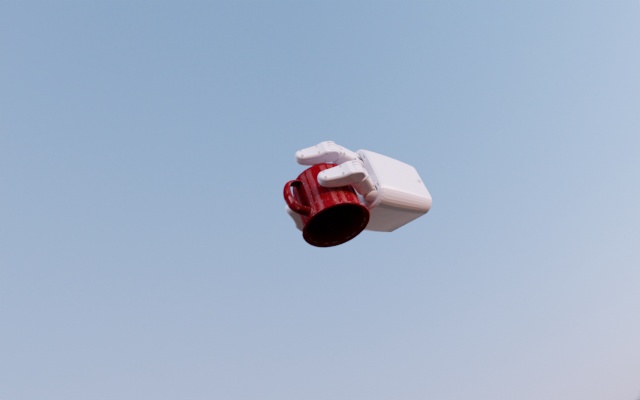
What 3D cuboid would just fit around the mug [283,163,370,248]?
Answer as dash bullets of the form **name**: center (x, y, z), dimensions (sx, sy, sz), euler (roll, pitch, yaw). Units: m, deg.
- **mug**: center (-0.001, 0.002, 0.639), dimensions (0.117, 0.081, 0.093), euler (11, -48, -35)
